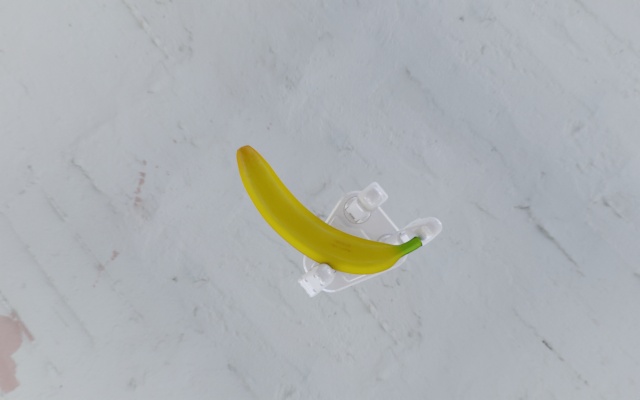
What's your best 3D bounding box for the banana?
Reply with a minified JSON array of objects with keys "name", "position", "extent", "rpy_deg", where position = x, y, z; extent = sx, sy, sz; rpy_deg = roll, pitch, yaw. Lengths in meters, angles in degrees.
[{"name":"banana","position":[-0.006,0.020,0.461],"extent":[0.198,0.069,0.037],"rpy_deg":[28,5,6]}]
